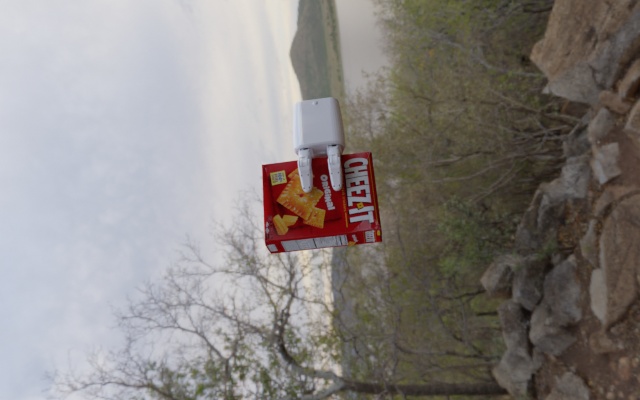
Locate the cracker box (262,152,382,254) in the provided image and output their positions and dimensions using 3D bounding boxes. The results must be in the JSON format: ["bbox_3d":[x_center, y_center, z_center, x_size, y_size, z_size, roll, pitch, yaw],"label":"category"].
[{"bbox_3d":[0.000,0.003,0.897,0.214,0.164,0.072,-7,-25,5],"label":"cracker box"}]
